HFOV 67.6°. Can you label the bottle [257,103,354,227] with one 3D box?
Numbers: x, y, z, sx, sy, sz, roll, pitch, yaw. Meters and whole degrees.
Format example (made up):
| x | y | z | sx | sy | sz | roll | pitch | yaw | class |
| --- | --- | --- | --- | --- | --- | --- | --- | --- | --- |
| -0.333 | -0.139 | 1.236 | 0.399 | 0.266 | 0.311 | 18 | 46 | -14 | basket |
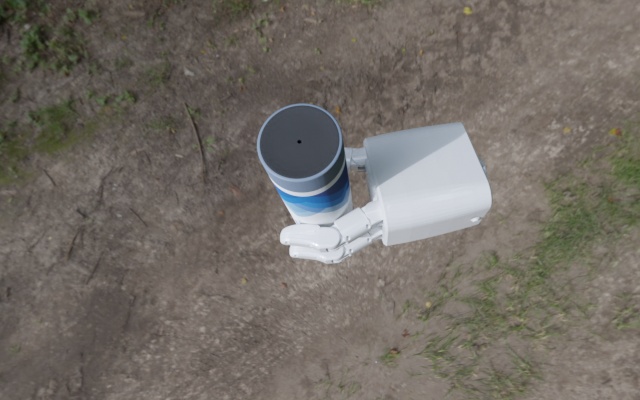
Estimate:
| x | y | z | sx | sy | sz | roll | pitch | yaw | class |
| --- | --- | --- | --- | --- | --- | --- | --- | --- | --- |
| 0.000 | 0.002 | 0.502 | 0.069 | 0.069 | 0.296 | 0 | -19 | 7 | bottle |
